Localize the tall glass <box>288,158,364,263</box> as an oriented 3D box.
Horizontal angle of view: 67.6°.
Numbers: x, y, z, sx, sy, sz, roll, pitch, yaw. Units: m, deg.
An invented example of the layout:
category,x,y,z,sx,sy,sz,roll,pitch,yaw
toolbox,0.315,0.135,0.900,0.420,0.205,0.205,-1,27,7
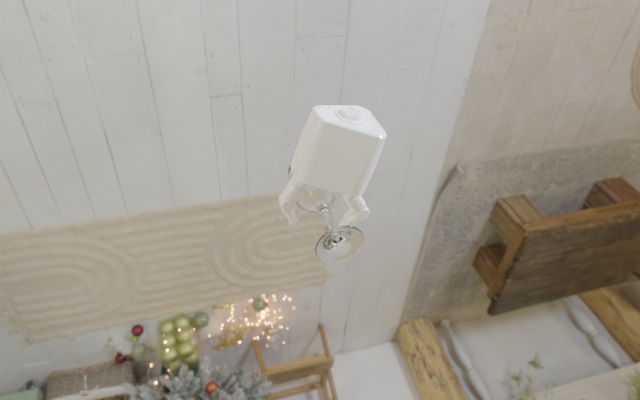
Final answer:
category,x,y,z,sx,sy,sz,roll,pitch,yaw
tall glass,0.000,0.003,0.768,0.079,0.079,0.201,0,39,-22
